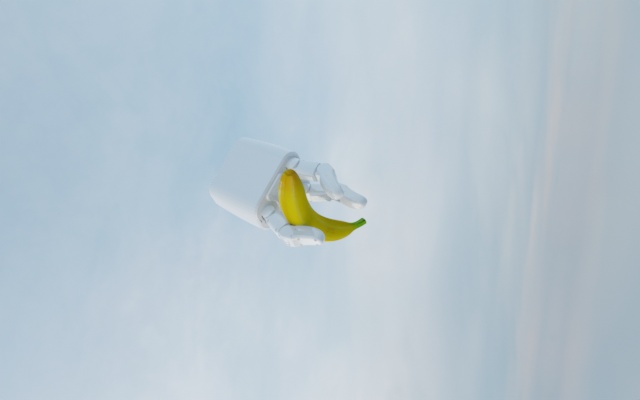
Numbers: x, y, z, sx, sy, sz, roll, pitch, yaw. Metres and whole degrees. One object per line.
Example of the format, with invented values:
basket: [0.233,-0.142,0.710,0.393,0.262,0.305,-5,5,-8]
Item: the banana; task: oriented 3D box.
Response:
banana: [-0.009,0.018,0.654,0.037,0.069,0.198,40,5,38]
